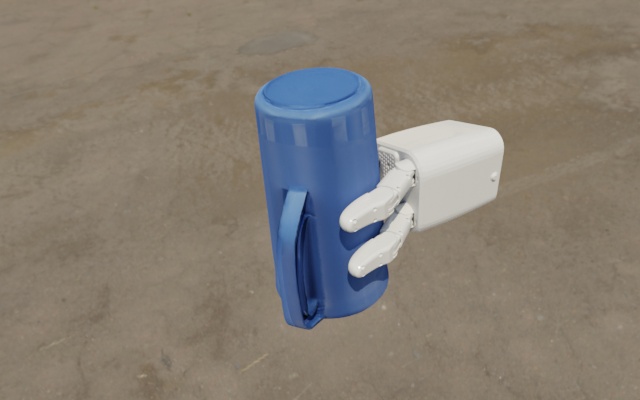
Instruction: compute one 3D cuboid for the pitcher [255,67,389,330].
[{"bbox_3d":[0.000,0.002,0.488,0.145,0.243,0.149,-18,37,-16],"label":"pitcher"}]
